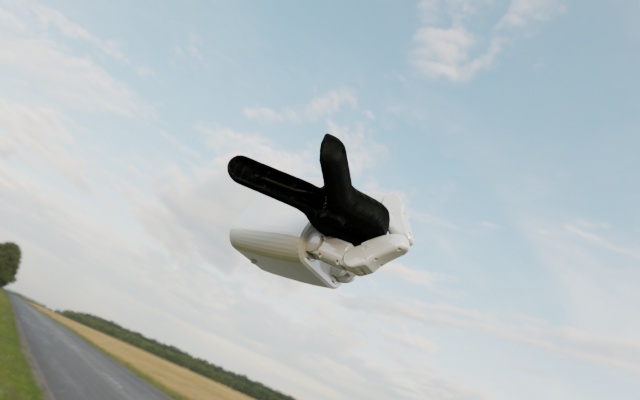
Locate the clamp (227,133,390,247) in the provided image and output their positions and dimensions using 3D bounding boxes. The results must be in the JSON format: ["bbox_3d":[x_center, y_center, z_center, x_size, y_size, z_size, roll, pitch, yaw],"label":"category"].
[{"bbox_3d":[0.000,0.001,0.432,0.120,0.039,0.171,5,-30,36],"label":"clamp"}]
